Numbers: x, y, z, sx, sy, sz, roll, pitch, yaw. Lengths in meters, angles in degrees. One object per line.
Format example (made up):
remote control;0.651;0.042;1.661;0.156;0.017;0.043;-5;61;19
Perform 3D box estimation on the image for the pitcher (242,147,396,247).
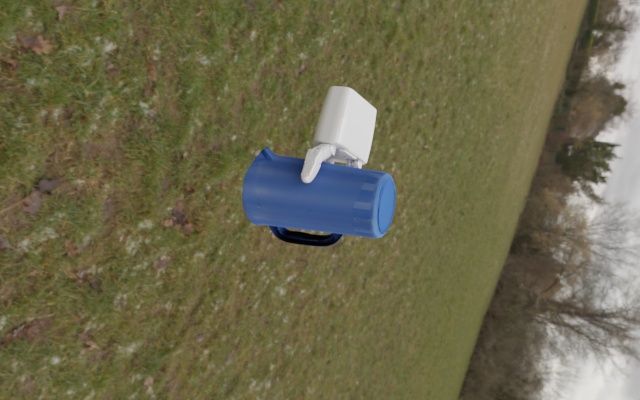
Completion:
pitcher;0.000;0.003;0.825;0.243;0.145;0.149;9;-13;24
